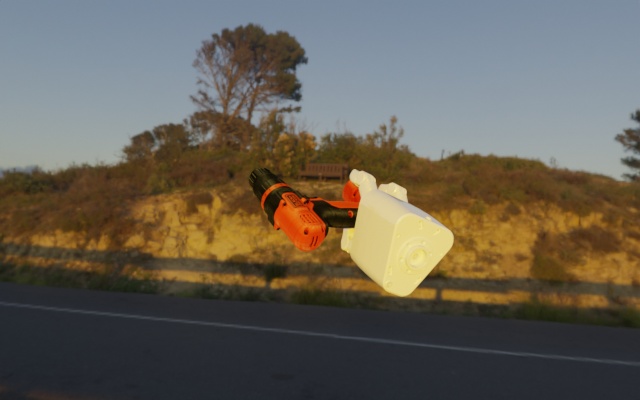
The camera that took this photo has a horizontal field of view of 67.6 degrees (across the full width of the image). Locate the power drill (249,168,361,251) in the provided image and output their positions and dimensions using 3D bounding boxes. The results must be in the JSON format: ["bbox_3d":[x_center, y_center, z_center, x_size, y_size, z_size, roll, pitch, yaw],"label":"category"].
[{"bbox_3d":[0.001,0.002,0.733,0.187,0.057,0.184,-6,38,-33],"label":"power drill"}]
